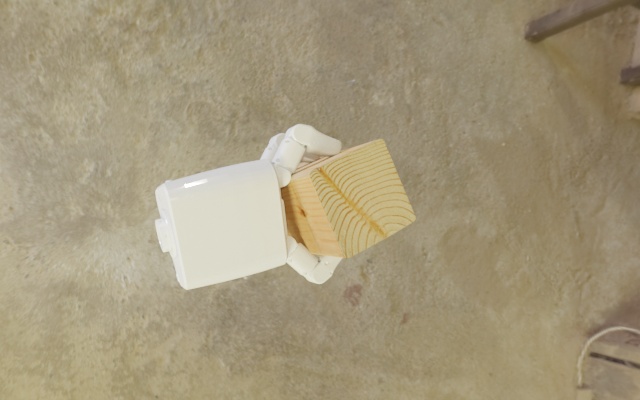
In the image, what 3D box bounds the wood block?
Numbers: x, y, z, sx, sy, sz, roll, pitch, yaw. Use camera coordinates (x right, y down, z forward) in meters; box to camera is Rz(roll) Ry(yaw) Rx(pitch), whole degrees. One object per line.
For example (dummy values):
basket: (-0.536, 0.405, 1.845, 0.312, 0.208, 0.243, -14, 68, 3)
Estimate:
wood block: (0.000, 0.002, 0.542, 0.090, 0.091, 0.206, -27, 9, -23)
